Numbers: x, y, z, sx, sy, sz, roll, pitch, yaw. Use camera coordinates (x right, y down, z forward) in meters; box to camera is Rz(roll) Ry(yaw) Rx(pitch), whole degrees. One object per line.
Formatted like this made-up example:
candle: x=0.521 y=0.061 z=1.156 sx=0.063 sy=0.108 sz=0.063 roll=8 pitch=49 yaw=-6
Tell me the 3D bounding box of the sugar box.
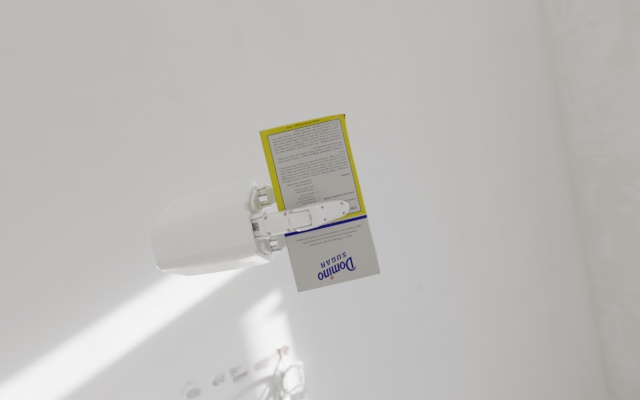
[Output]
sugar box: x=0.000 y=0.002 z=0.518 sx=0.093 sy=0.176 sz=0.048 roll=-12 pitch=5 yaw=1
